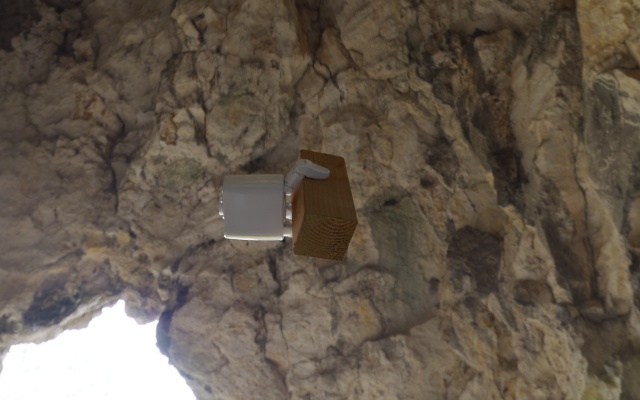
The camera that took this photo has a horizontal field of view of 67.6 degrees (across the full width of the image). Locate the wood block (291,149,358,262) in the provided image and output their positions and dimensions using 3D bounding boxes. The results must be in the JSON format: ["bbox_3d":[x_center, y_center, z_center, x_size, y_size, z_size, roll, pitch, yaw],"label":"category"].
[{"bbox_3d":[0.000,0.002,0.858,0.090,0.091,0.206,10,34,-12],"label":"wood block"}]
